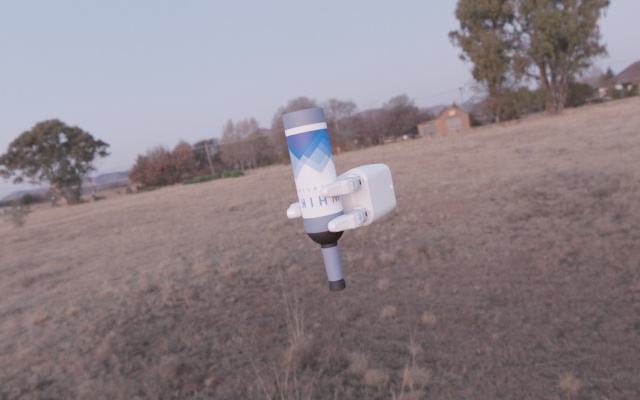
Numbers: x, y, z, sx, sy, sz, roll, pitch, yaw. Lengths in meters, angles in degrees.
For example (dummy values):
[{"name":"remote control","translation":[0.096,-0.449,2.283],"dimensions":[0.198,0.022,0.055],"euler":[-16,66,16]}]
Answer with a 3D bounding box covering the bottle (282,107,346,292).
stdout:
[{"name":"bottle","translation":[0.000,0.002,0.774],"dimensions":[0.069,0.296,0.069],"euler":[-11,6,1]}]
